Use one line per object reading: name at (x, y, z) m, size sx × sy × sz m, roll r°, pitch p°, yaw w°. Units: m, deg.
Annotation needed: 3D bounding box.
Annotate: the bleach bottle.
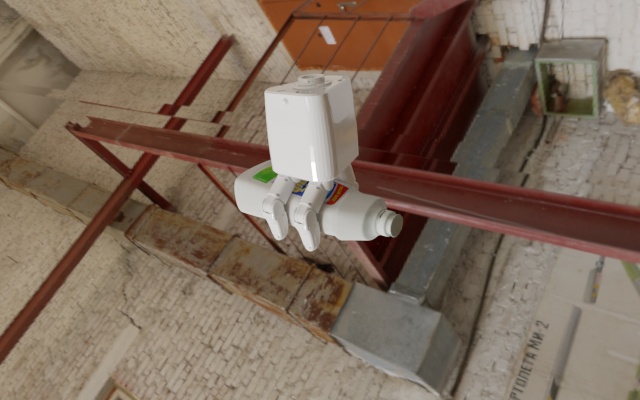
bleach bottle at (0.000, 0.002, 0.647) m, size 0.251 × 0.068 × 0.102 m, roll 14°, pitch 31°, yaw 38°
